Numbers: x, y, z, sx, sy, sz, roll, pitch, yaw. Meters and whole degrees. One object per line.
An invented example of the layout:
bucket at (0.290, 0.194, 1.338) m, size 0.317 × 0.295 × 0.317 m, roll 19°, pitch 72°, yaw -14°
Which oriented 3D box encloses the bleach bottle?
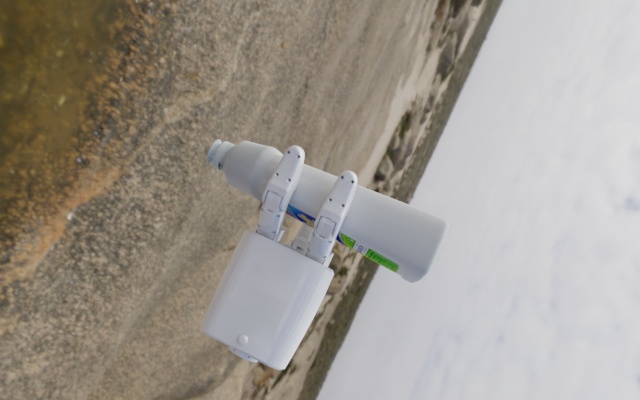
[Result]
bleach bottle at (0.000, 0.002, 0.499) m, size 0.251 × 0.068 × 0.102 m, roll 25°, pitch -11°, yaw 8°
